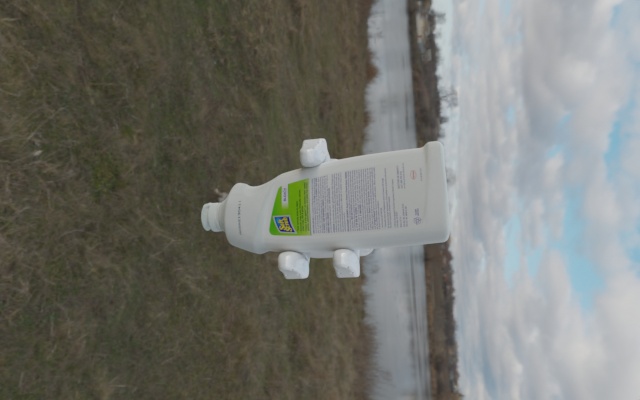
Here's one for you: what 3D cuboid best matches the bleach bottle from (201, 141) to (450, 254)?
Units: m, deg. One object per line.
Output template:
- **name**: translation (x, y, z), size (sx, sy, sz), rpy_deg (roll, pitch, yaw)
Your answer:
- **bleach bottle**: translation (0.000, 0.002, 0.493), size (0.251, 0.102, 0.068), rpy_deg (-4, -13, 11)
